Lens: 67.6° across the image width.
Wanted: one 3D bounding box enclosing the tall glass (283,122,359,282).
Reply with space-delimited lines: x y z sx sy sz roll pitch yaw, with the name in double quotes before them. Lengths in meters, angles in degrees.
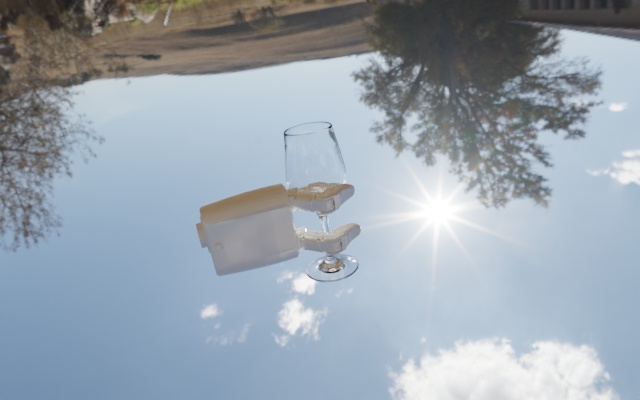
"tall glass" 0.000 0.003 0.627 0.079 0.201 0.079 -8 21 3
